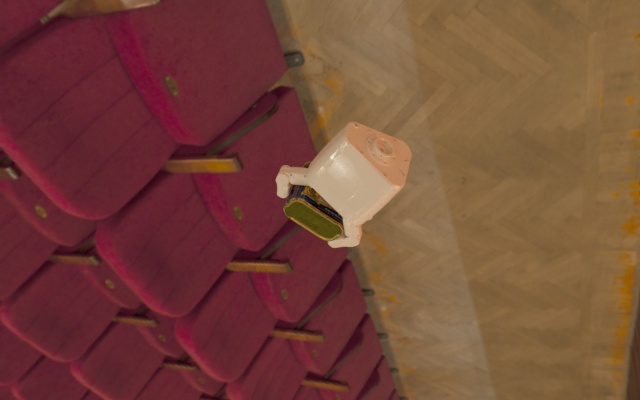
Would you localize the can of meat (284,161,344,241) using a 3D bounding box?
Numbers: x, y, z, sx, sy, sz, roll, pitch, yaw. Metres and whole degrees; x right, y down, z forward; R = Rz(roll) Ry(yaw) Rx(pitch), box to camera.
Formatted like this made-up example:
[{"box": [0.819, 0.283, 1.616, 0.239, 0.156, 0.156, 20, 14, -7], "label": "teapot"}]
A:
[{"box": [0.000, 0.003, 0.748, 0.102, 0.084, 0.057, 33, -42, -13], "label": "can of meat"}]
